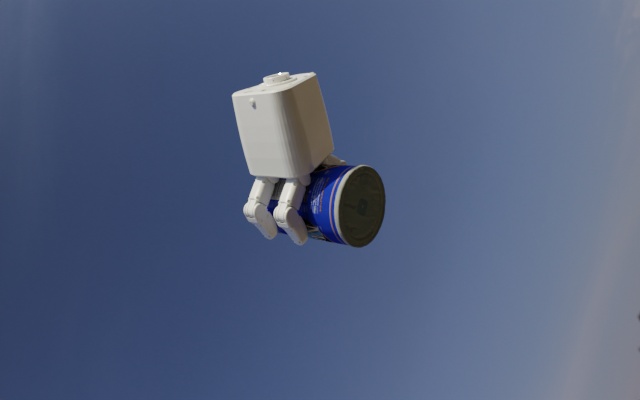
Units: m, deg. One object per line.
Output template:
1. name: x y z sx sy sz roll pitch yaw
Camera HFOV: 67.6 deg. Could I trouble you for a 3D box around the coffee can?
1. coffee can: 0.000 0.002 0.634 0.140 0.103 0.103 6 4 39
